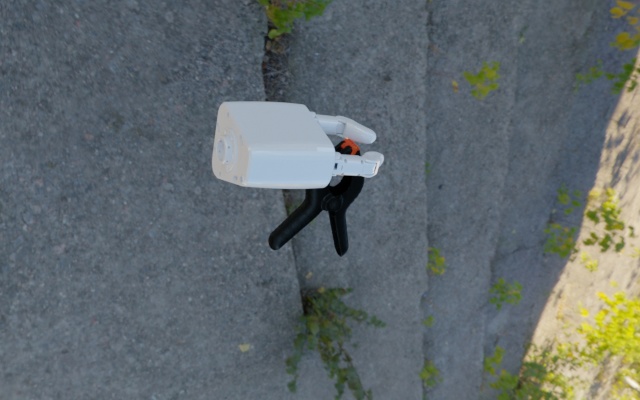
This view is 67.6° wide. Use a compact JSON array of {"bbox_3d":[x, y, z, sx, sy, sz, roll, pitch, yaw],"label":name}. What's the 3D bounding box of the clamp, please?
[{"bbox_3d":[0.001,0.002,0.620,0.120,0.171,0.039,-3,28,-32],"label":"clamp"}]
